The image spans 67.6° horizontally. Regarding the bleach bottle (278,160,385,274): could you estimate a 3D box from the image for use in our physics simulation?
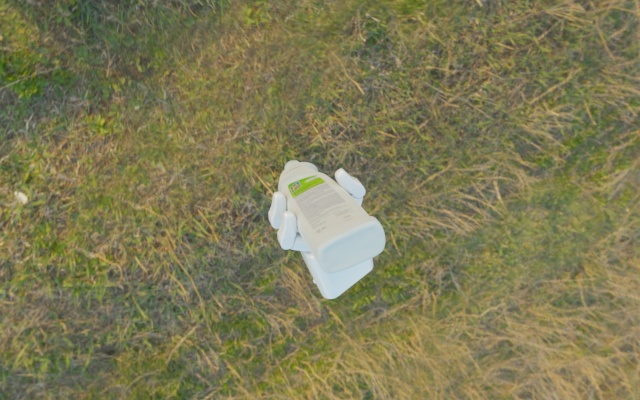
[{"bbox_3d":[0.000,0.002,0.738,0.102,0.068,0.250,-23,37,-8],"label":"bleach bottle"}]
